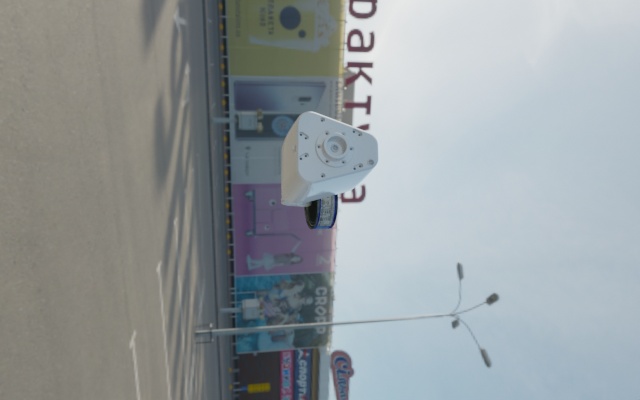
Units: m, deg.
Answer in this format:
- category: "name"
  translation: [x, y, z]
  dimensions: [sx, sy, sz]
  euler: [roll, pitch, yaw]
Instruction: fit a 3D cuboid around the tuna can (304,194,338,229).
- category: "tuna can"
  translation: [0.001, 0.002, 0.756]
  dimensions: [0.034, 0.086, 0.086]
  euler: [0, 0, -15]
